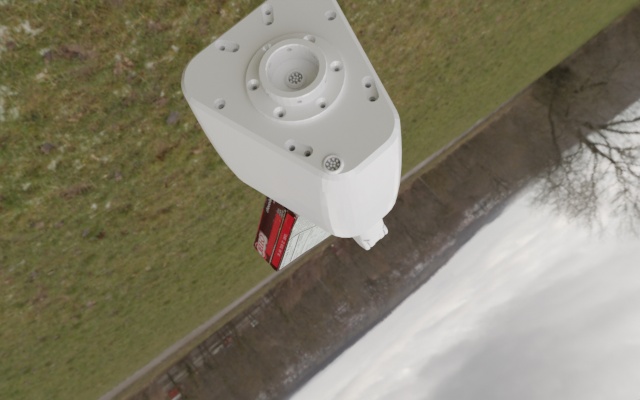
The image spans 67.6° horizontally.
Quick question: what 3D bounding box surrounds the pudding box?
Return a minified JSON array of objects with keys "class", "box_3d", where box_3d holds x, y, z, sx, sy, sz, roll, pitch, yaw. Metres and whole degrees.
[{"class":"pudding box","box_3d":[0.000,0.001,0.410,0.113,0.039,0.090,-30,-22,-33]}]
